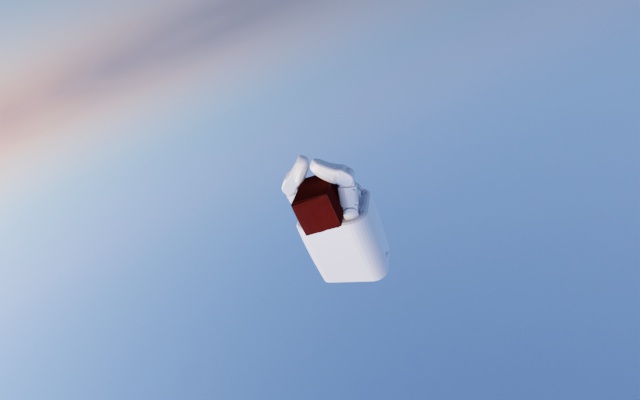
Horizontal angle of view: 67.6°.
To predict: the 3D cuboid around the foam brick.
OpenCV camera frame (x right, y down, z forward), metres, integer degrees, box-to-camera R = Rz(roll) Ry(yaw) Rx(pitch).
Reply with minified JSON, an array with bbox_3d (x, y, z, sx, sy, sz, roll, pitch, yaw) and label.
[{"bbox_3d":[0.000,0.002,0.641,0.053,0.051,0.078,-16,24,17],"label":"foam brick"}]
